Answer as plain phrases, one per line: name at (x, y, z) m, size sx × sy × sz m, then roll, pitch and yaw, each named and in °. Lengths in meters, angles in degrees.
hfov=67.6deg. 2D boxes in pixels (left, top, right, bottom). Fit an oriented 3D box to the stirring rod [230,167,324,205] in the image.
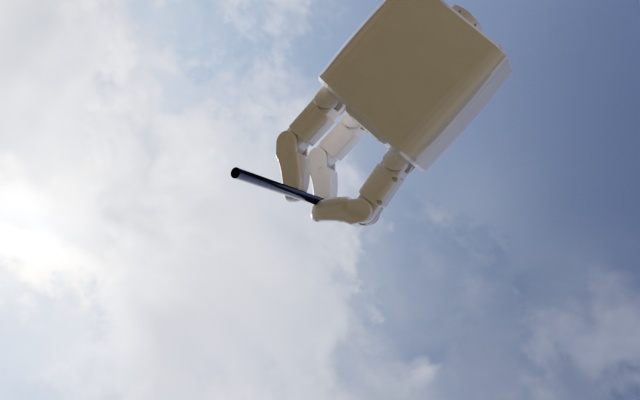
stirring rod at (0.000, 0.001, 0.420) m, size 0.011 × 0.011 × 0.239 m, roll 0°, pitch -9°, yaw 28°
